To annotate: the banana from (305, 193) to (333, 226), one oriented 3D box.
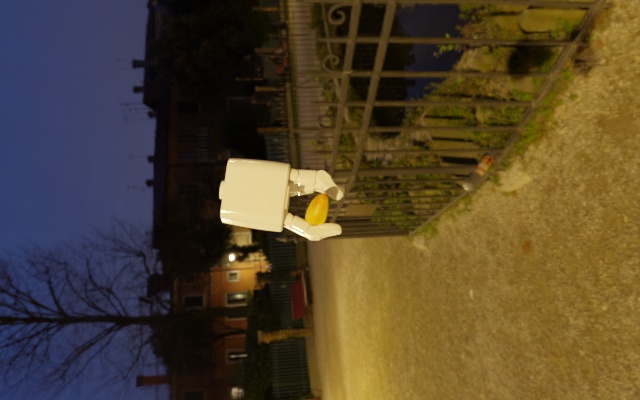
[{"bbox_3d":[-0.005,0.021,0.853,0.037,0.069,0.198,17,1,2],"label":"banana"}]
